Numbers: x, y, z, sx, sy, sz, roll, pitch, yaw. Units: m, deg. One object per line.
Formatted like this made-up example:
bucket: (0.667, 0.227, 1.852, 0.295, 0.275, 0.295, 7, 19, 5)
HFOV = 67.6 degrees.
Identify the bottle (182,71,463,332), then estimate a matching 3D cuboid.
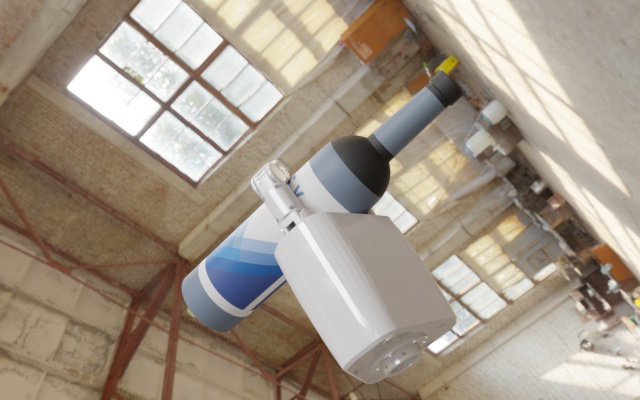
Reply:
bottle: (0.000, 0.001, 0.419, 0.296, 0.069, 0.069, -42, -13, 14)
